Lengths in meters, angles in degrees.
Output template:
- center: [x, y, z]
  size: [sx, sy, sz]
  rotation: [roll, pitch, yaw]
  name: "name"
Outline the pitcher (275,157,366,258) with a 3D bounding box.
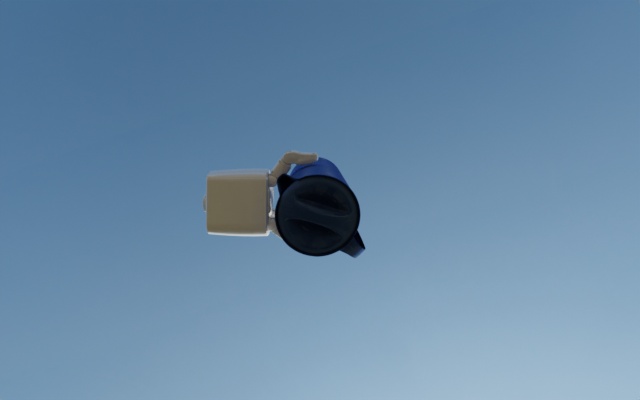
- center: [0.000, 0.003, 0.847]
  size: [0.145, 0.149, 0.242]
  rotation: [-1, 15, -1]
  name: "pitcher"
